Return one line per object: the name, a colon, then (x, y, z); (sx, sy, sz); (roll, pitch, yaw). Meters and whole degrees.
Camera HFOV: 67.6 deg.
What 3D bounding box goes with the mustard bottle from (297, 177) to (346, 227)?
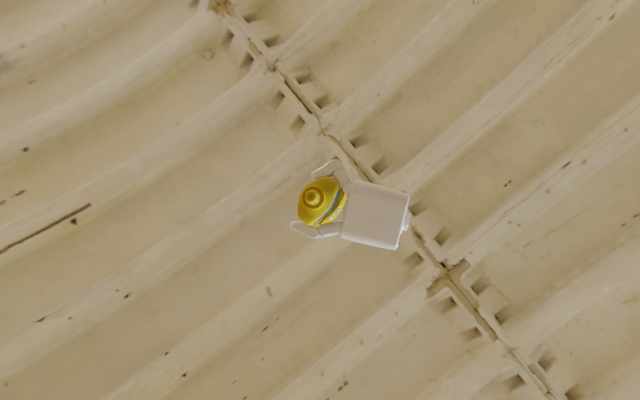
mustard bottle: (0.000, 0.003, 0.888); (0.058, 0.096, 0.191); (39, 2, 11)
